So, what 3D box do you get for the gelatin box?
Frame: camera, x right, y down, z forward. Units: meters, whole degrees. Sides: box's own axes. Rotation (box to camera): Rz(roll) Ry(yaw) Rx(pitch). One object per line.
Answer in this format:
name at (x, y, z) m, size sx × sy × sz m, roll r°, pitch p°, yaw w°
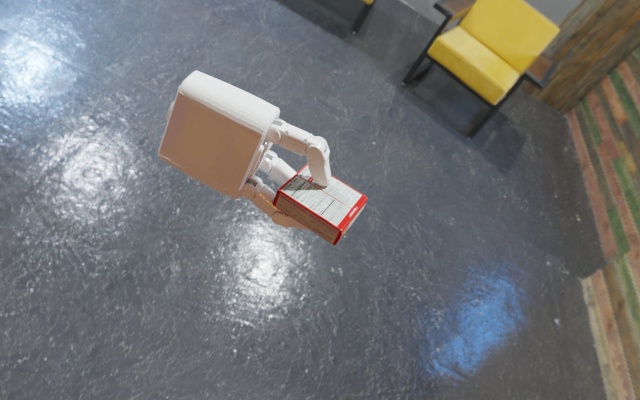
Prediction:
gelatin box at (0.001, 0.002, 0.562) m, size 0.089 × 0.030 × 0.073 m, roll 32°, pitch 42°, yaw 10°
